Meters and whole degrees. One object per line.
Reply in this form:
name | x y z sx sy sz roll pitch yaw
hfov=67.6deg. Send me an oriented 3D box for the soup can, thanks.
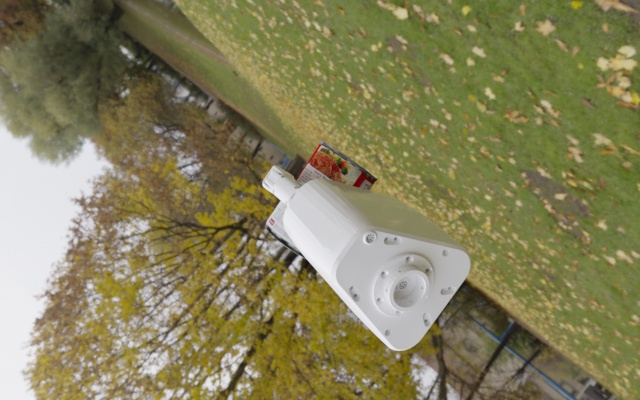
soup can | 0.000 0.002 0.475 0.068 0.102 0.068 34 4 -3
